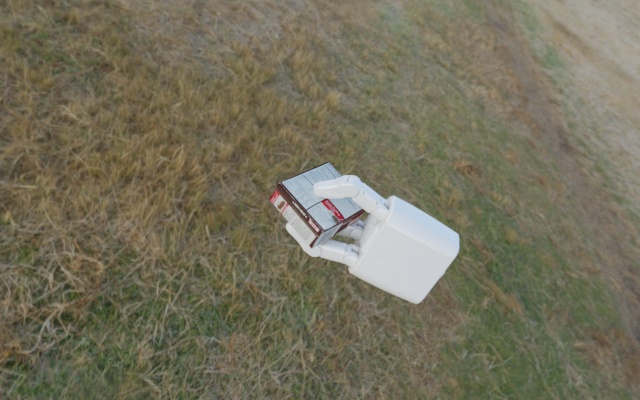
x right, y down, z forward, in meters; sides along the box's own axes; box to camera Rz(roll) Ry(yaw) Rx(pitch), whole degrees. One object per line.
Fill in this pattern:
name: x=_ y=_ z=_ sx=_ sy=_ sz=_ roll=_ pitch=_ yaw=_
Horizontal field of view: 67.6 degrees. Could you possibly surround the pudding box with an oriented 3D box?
pudding box: x=0.000 y=0.002 z=0.639 sx=0.113 sy=0.090 sz=0.039 roll=-26 pitch=-21 yaw=-50
